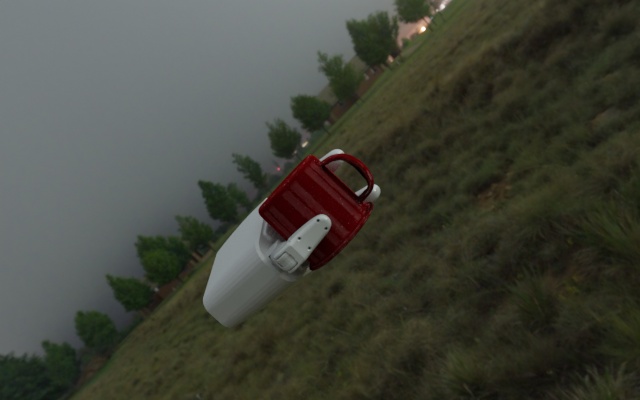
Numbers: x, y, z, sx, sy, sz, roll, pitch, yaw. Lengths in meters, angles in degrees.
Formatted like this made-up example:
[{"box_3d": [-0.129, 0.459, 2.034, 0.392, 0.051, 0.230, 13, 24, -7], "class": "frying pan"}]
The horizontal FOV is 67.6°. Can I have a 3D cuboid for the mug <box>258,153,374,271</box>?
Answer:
[{"box_3d": [0.001, 0.001, 0.474, 0.117, 0.081, 0.093, -44, 7, 25], "class": "mug"}]
